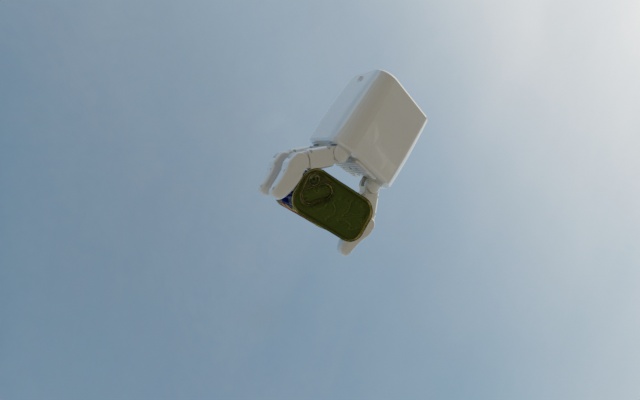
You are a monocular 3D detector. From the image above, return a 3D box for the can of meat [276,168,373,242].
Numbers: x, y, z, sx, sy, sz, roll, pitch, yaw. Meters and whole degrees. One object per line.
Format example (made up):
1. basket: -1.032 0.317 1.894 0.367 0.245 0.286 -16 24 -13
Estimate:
1. can of meat: 0.000 0.002 0.589 0.102 0.057 0.084 32 -6 -23
